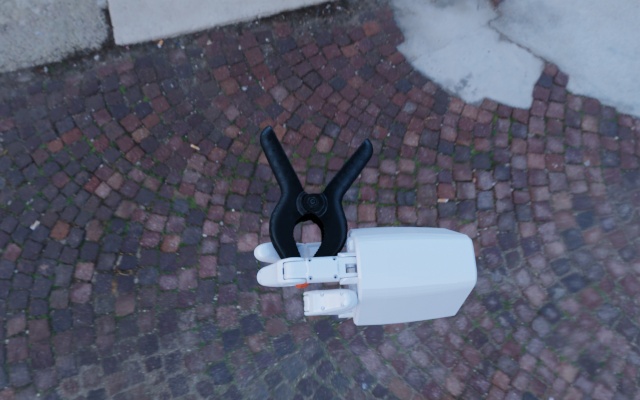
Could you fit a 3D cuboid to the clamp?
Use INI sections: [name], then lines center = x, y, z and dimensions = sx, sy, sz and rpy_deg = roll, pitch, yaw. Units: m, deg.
[clamp]
center = 0.000, 0.002, 0.489
dimensions = 0.120, 0.171, 0.039
rpy_deg = -3, -15, -1
